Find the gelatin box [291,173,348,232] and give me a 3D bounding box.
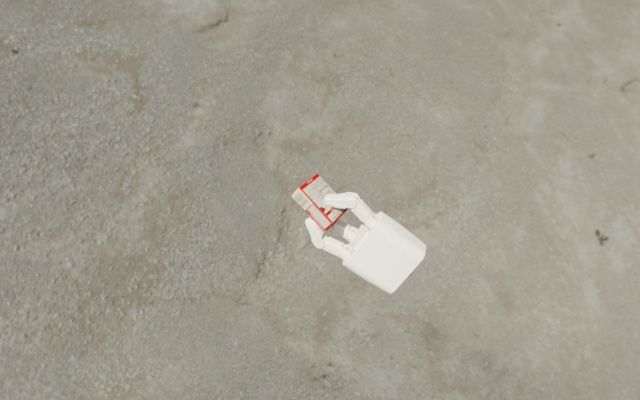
[{"bbox_3d":[0.000,0.002,0.850,0.030,0.089,0.073,-43,-1,36],"label":"gelatin box"}]
